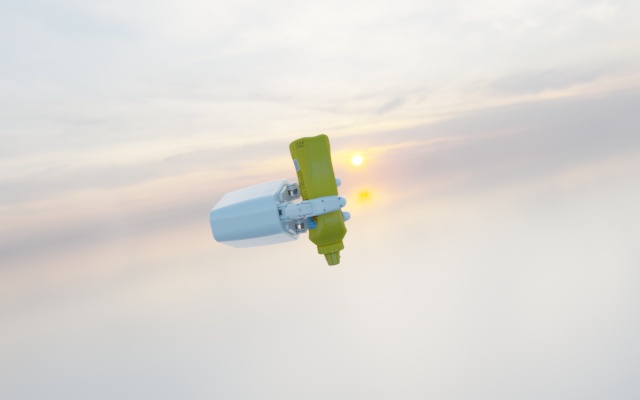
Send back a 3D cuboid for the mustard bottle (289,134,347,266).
[{"bbox_3d":[0.000,0.002,0.708,0.058,0.191,0.096,-12,2,-14],"label":"mustard bottle"}]
